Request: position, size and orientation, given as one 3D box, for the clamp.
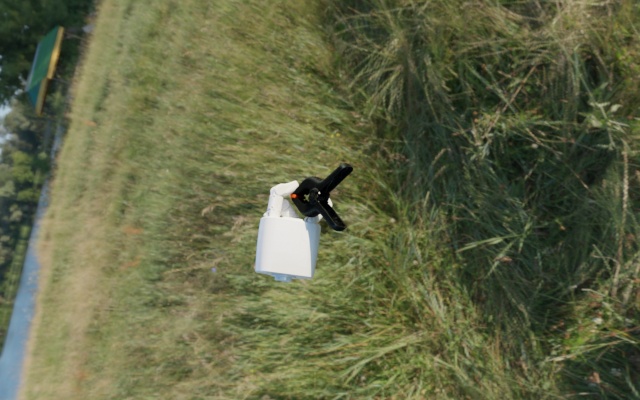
[{"bbox_3d":[0.000,0.003,0.892,0.039,0.120,0.171,16,-17,-32],"label":"clamp"}]
